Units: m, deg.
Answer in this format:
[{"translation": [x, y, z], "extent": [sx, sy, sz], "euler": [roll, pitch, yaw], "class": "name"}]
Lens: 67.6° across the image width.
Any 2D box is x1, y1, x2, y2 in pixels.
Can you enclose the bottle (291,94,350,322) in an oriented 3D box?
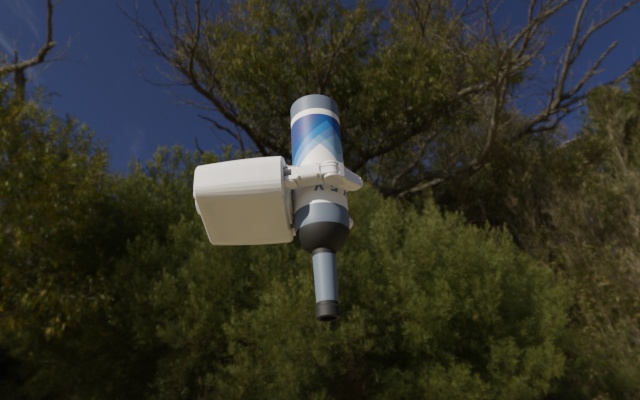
[{"translation": [0.000, 0.002, 0.596], "extent": [0.069, 0.295, 0.069], "euler": [-3, -29, -2], "class": "bottle"}]
